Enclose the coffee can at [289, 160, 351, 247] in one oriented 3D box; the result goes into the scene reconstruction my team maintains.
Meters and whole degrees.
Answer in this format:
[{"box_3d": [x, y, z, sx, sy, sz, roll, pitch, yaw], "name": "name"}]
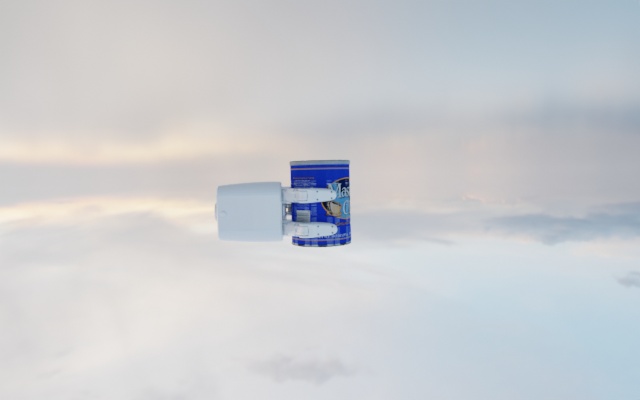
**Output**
[{"box_3d": [0.000, 0.002, 0.811, 0.103, 0.140, 0.103, -1, 3, 0], "name": "coffee can"}]
